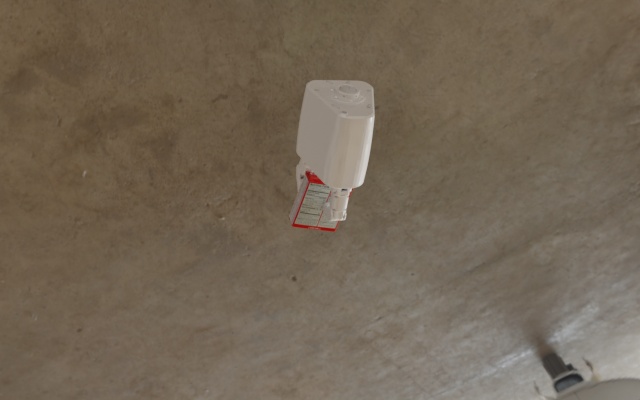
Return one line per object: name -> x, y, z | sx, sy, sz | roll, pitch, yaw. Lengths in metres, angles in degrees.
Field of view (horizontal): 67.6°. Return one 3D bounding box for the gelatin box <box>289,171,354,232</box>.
gelatin box -> 0.000, 0.003, 0.726 | 0.073, 0.089, 0.030 | 8, 32, -23
